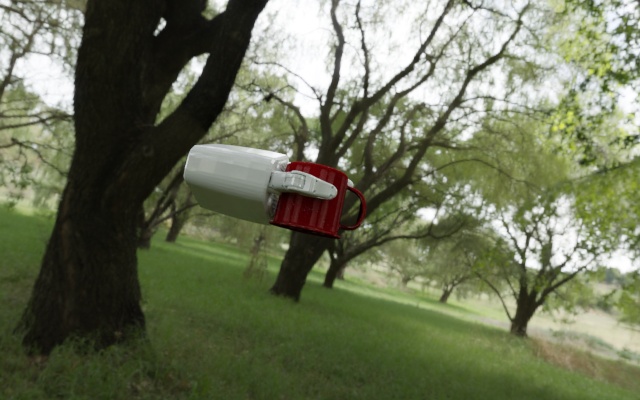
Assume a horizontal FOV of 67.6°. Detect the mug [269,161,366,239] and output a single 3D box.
[{"bbox_3d":[0.002,0.002,0.604,0.117,0.081,0.093,12,-7,6],"label":"mug"}]
